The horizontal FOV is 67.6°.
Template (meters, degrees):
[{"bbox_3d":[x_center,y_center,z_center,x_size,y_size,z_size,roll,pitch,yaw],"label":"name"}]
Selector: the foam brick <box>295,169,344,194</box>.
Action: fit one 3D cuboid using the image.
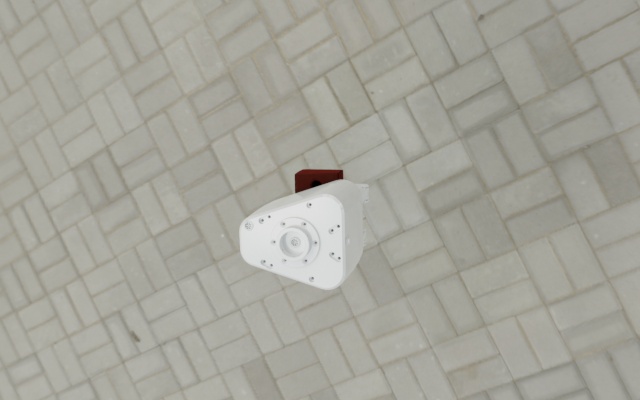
[{"bbox_3d":[0.000,0.002,0.577,0.053,0.078,0.051,-1,7,10],"label":"foam brick"}]
